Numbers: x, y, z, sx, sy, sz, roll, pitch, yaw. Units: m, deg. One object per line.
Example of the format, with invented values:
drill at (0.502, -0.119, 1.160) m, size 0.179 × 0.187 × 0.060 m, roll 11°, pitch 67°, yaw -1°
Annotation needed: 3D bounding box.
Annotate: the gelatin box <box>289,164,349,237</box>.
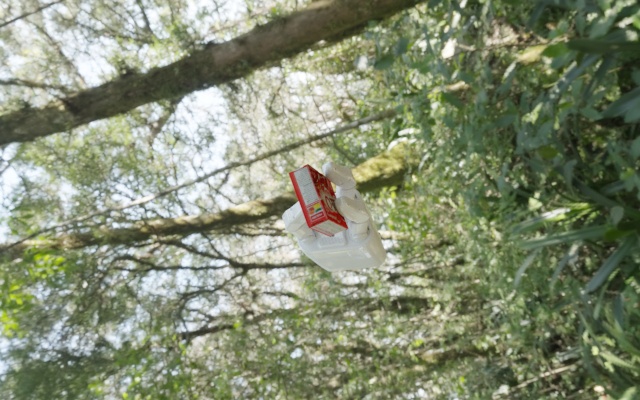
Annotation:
gelatin box at (0.000, 0.002, 0.590) m, size 0.030 × 0.073 × 0.089 m, roll -24°, pitch -18°, yaw 13°
